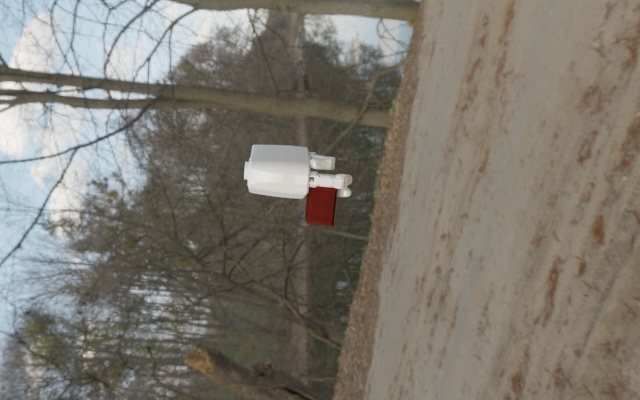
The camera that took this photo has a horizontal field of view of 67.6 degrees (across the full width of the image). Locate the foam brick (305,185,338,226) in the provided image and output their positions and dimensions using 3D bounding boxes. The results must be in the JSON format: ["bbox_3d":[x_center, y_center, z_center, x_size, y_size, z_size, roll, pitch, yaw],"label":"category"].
[{"bbox_3d":[0.000,0.003,0.894,0.051,0.078,0.053,4,11,-7],"label":"foam brick"}]
